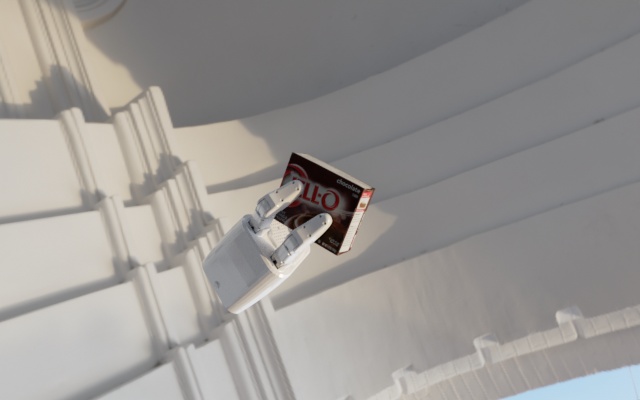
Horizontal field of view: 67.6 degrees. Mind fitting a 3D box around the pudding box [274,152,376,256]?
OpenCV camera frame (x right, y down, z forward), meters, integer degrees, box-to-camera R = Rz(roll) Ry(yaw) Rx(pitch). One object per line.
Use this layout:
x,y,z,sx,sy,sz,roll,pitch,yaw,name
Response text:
0.000,0.002,0.592,0.113,0.090,0.039,27,17,24,pudding box
